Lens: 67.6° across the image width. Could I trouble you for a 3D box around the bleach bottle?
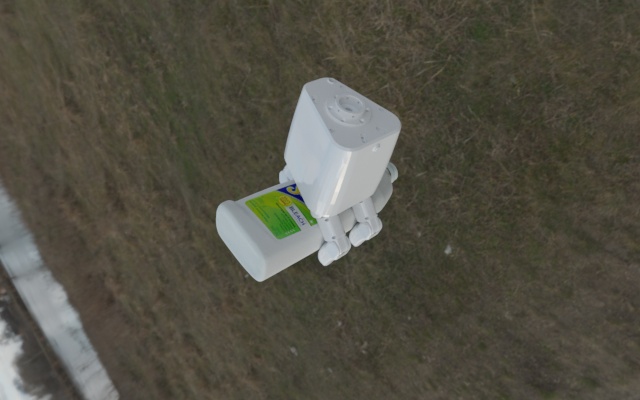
[{"bbox_3d":[0.000,0.002,0.612,0.250,0.102,0.068,-28,-26,-32],"label":"bleach bottle"}]
